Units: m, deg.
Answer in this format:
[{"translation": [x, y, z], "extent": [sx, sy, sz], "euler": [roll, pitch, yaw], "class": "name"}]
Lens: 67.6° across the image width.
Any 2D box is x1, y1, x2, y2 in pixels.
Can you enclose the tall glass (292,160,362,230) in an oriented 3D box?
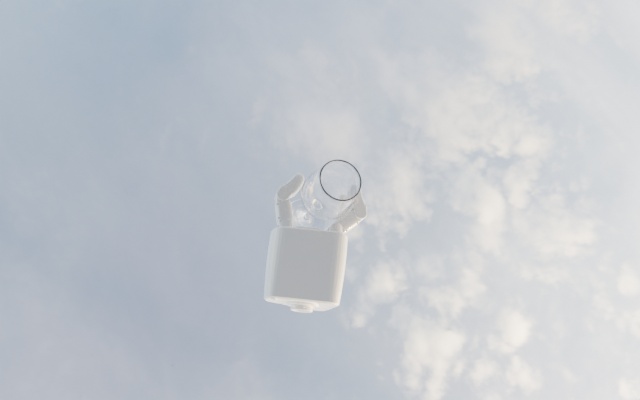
[{"translation": [0.000, 0.003, 0.748], "extent": [0.079, 0.079, 0.201], "euler": [0, -18, -17], "class": "tall glass"}]
